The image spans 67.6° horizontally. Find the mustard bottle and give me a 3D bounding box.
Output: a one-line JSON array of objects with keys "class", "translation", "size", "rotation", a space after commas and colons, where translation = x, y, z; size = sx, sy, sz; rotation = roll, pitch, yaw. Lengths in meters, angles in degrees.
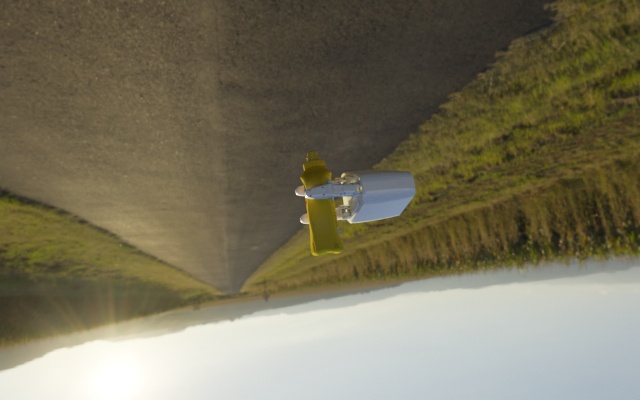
[{"class": "mustard bottle", "translation": [0.000, 0.003, 0.872], "size": [0.058, 0.191, 0.096], "rotation": [-10, -10, 8]}]
